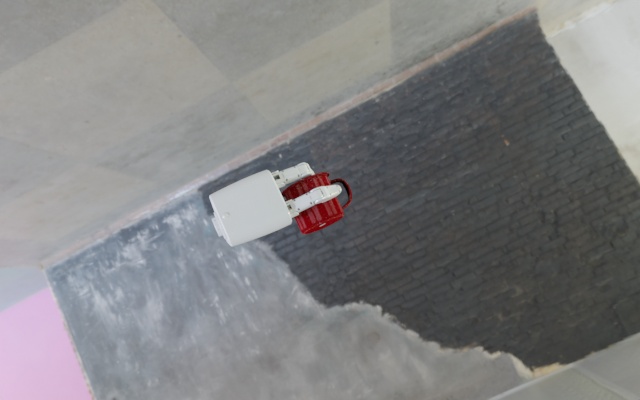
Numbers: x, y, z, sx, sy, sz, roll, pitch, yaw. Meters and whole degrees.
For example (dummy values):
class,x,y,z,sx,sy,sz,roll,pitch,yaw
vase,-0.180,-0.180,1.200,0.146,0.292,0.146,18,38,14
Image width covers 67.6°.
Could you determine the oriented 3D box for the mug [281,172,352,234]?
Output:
class,x,y,z,sx,sy,sz,roll,pitch,yaw
mug,0.002,0.002,0.838,0.117,0.081,0.093,-23,-10,-11
